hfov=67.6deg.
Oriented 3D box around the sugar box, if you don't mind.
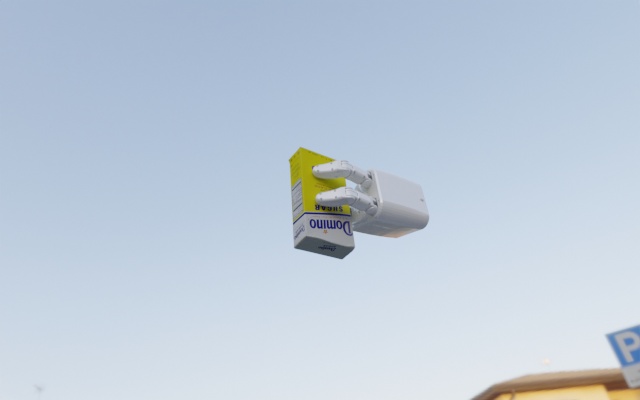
[{"bbox_3d":[0.001,0.002,0.775,0.093,0.176,0.048,16,-43,-29],"label":"sugar box"}]
